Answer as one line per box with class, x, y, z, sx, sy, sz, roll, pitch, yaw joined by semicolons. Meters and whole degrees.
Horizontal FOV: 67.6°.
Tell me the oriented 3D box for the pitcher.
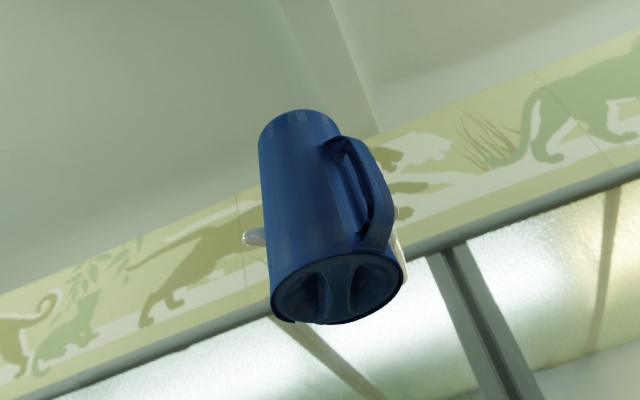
pitcher;0.000;0.002;0.534;0.149;0.242;0.145;-21;-41;7
